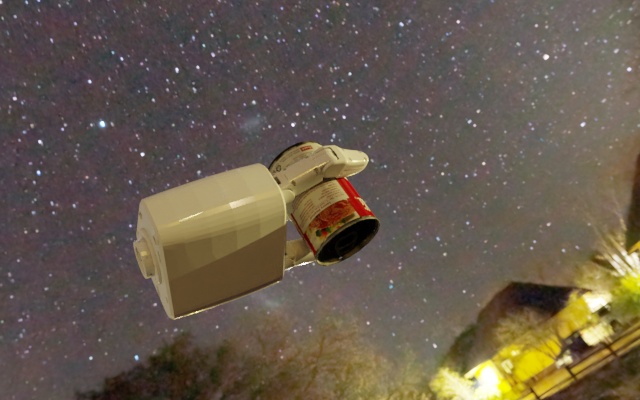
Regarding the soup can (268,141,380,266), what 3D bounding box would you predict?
[{"bbox_3d":[0.000,0.001,0.454,0.068,0.102,0.068,-26,-28,-15],"label":"soup can"}]
